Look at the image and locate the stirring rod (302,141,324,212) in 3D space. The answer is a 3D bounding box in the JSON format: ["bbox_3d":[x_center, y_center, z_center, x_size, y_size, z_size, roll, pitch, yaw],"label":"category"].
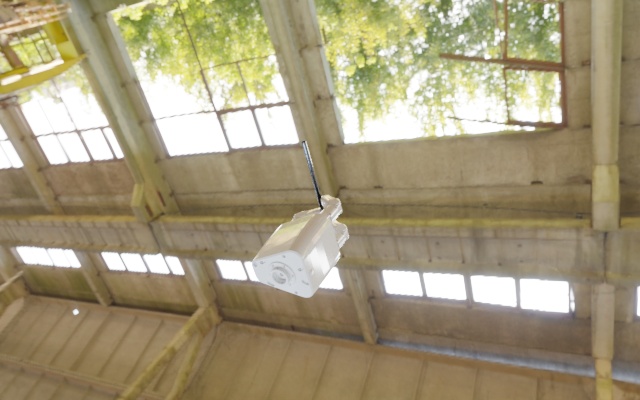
[{"bbox_3d":[0.000,0.003,0.877,0.011,0.240,0.011,-13,26,6],"label":"stirring rod"}]
